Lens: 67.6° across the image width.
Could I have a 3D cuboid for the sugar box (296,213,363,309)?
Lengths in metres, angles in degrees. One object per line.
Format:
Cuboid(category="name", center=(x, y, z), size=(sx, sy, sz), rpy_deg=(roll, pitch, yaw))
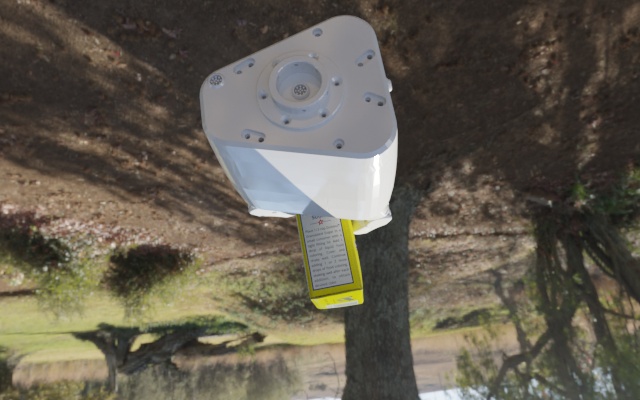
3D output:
Cuboid(category="sugar box", center=(0.001, 0.001, 0.417), size=(0.048, 0.176, 0.093), rpy_deg=(-9, -18, 1))
